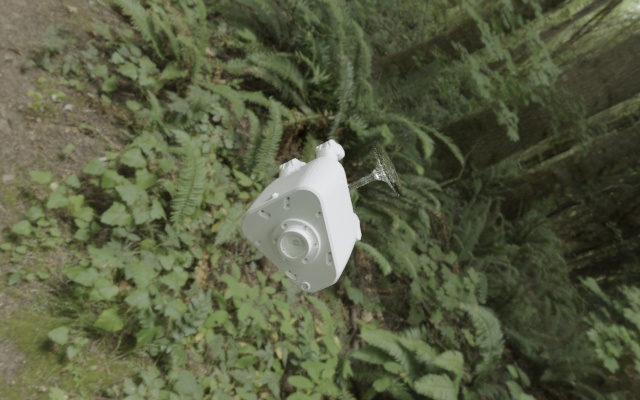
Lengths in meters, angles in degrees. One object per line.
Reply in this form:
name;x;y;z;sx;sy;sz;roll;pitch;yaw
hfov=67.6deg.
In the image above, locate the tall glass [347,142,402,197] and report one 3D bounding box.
tall glass;0.001;0.002;0.624;0.201;0.079;0.079;-26;-9;19
